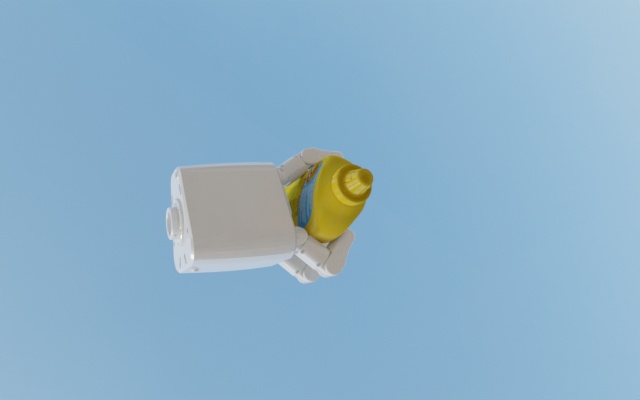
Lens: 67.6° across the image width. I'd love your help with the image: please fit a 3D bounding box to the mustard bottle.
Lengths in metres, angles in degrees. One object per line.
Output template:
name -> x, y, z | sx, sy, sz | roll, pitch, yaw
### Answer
mustard bottle -> 0.000, 0.002, 0.534 | 0.058, 0.096, 0.192 | 22, -24, -20
